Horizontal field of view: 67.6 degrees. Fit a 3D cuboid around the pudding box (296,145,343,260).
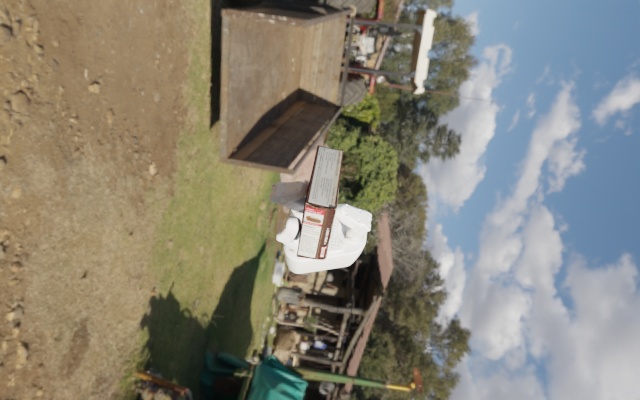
[{"bbox_3d":[0.000,0.002,0.581,0.039,0.090,0.113,8,42,-1],"label":"pudding box"}]
